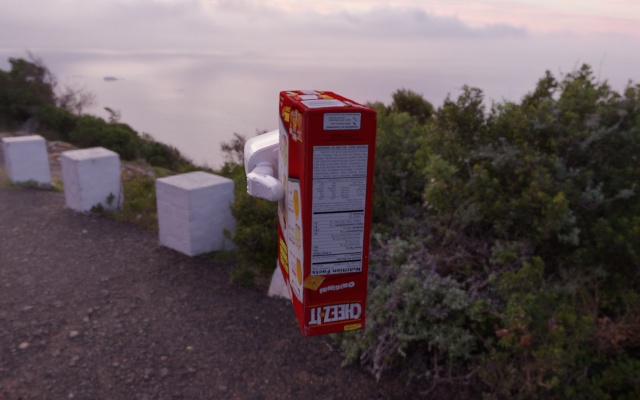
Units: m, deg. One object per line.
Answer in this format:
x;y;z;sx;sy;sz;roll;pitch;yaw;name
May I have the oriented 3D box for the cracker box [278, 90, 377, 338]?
0.000;0.001;0.492;0.072;0.214;0.164;-3;18;-12;cracker box
